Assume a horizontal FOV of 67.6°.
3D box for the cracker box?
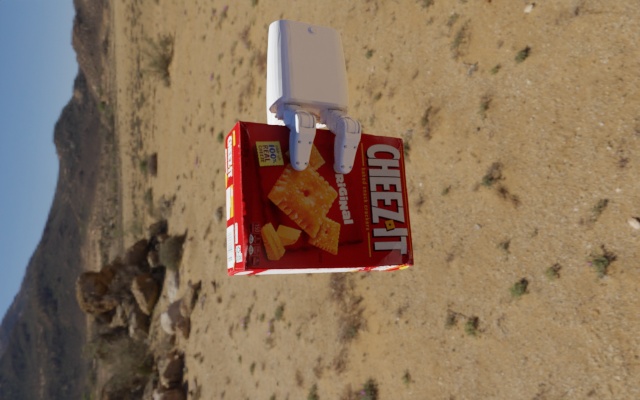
[{"bbox_3d":[0.000,0.002,0.563,0.214,0.164,0.072,2,-12,-24],"label":"cracker box"}]
